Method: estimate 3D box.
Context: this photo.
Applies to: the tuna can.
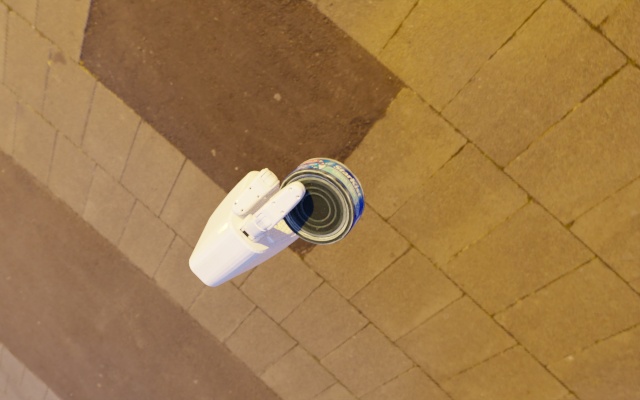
[{"bbox_3d":[0.000,0.002,0.490,0.086,0.086,0.033,0,24,25],"label":"tuna can"}]
